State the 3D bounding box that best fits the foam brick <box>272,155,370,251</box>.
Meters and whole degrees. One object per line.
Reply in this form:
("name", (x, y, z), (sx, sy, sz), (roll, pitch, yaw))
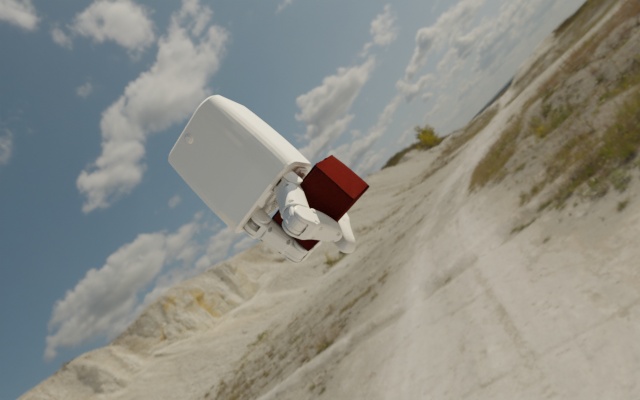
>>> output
("foam brick", (0.000, 0.001, 0.478), (0.051, 0.078, 0.053), (43, 26, 5))
